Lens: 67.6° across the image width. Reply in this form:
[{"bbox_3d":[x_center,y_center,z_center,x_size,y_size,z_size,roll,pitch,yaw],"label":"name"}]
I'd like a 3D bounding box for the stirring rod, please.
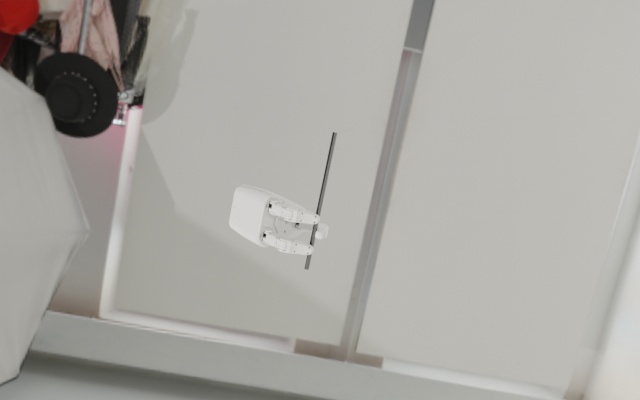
[{"bbox_3d":[0.000,0.003,0.816,0.011,0.239,0.011,12,7,-2],"label":"stirring rod"}]
